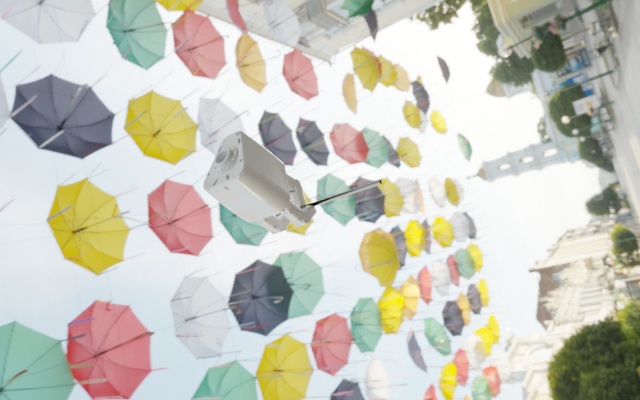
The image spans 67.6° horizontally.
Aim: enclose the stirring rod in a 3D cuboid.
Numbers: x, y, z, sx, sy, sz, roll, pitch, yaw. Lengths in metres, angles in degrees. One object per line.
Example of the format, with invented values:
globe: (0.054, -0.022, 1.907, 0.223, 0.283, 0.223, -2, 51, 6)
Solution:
stirring rod: (0.000, 0.003, 0.837, 0.239, 0.011, 0.011, -19, -10, 31)
